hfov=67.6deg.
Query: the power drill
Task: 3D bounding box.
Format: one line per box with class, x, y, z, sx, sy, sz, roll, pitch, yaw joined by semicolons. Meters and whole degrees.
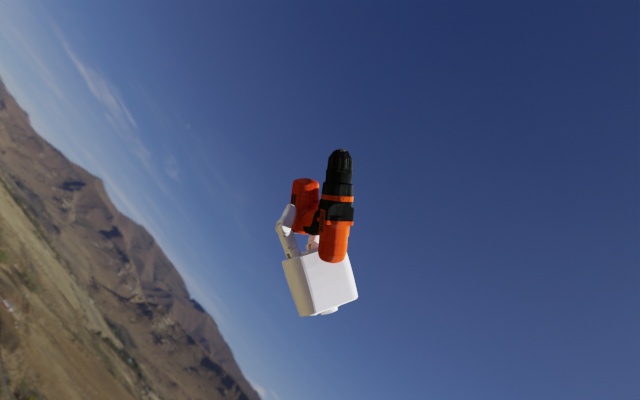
power drill;0.000;0.003;0.832;0.057;0.184;0.187;5;4;-20
